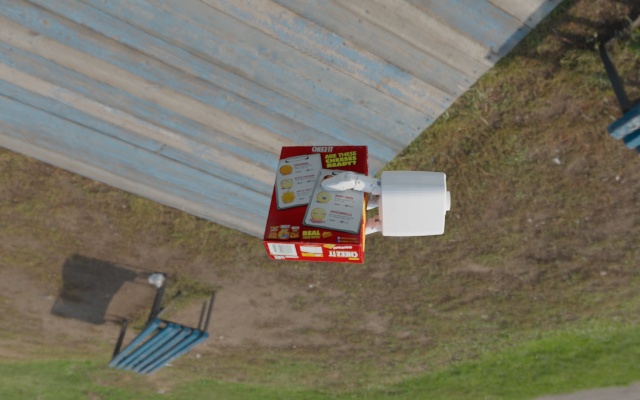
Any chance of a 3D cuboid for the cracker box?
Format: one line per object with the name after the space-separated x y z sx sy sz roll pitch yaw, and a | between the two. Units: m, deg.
0.000 0.003 0.847 0.164 0.213 0.072 1 -37 9 | cracker box
